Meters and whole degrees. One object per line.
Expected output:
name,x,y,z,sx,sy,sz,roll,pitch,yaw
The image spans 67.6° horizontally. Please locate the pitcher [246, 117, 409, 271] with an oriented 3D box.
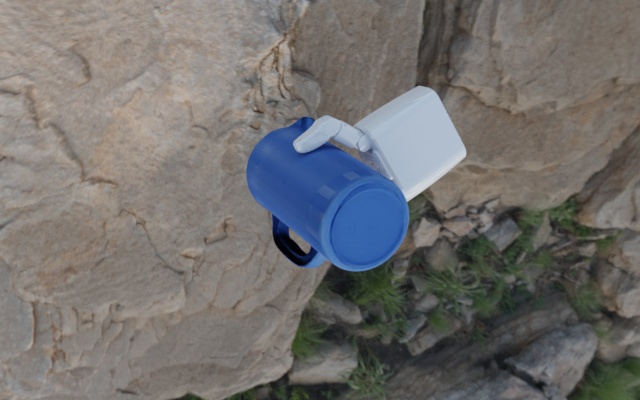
pitcher,0.000,0.002,0.602,0.145,0.149,0.242,-34,29,-10
